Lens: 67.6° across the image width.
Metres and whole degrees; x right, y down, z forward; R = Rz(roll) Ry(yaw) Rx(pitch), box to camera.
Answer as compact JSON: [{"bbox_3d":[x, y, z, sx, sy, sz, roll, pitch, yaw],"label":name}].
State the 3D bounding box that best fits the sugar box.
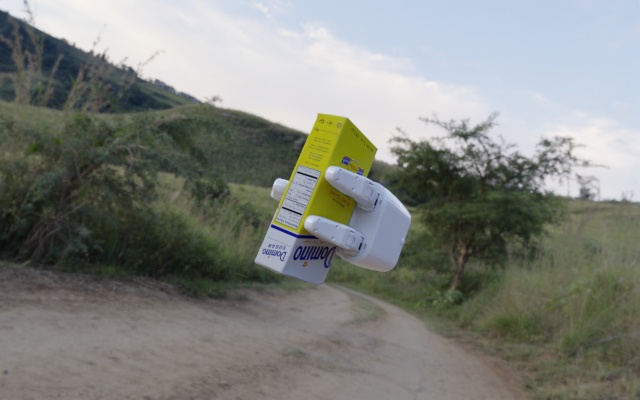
[{"bbox_3d":[0.001,0.002,0.530,0.048,0.176,0.093,16,-7,32],"label":"sugar box"}]
